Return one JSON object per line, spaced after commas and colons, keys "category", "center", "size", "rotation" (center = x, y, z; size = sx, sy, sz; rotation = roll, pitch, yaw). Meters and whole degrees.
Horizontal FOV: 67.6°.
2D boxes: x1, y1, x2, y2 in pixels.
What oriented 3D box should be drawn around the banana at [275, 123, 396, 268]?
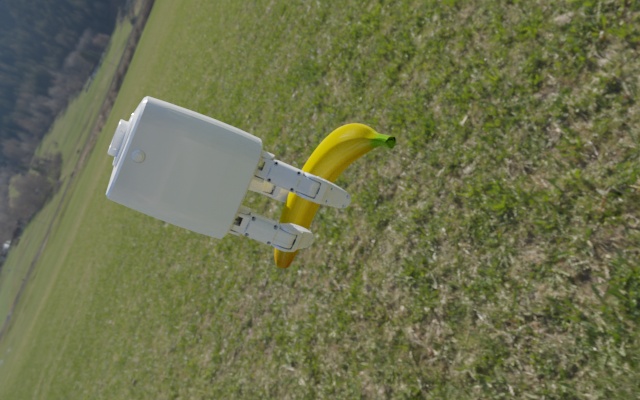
{"category": "banana", "center": [-0.002, -0.013, 0.504], "size": [0.037, 0.198, 0.069], "rotation": [20, 33, -29]}
